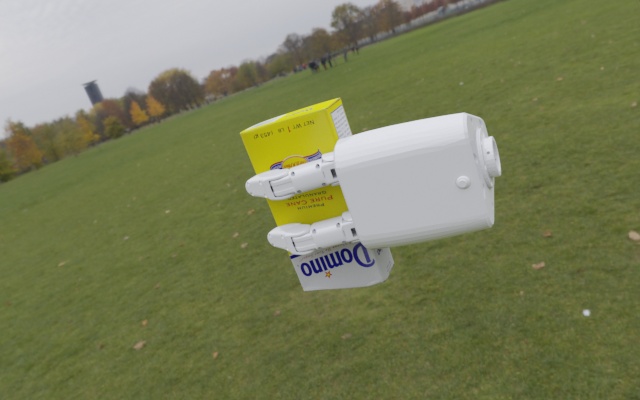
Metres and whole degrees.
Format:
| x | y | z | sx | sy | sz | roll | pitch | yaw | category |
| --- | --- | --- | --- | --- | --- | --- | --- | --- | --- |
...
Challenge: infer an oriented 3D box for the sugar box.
| x | y | z | sx | sy | sz | roll | pitch | yaw | category |
| --- | --- | --- | --- | --- | --- | --- | --- | --- | --- |
| 0.000 | 0.002 | 0.456 | 0.093 | 0.176 | 0.048 | -11 | 18 | 28 | sugar box |
